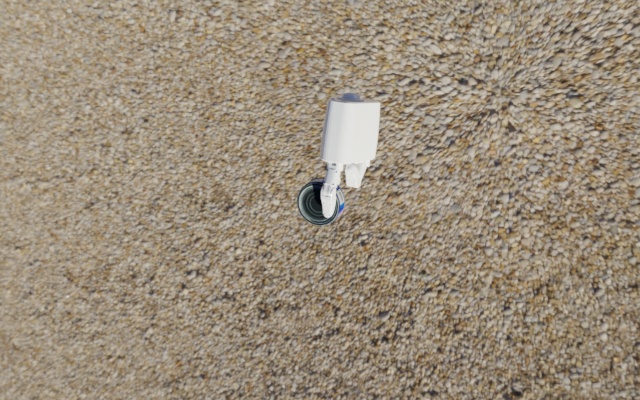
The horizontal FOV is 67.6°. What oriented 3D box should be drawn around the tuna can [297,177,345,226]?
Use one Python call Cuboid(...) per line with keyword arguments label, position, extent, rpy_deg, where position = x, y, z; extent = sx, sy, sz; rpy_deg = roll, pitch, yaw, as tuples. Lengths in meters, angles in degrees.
Cuboid(label="tuna can", position=(0.000, 0.003, 0.880), extent=(0.086, 0.086, 0.033), rpy_deg=(0, 17, 22))
